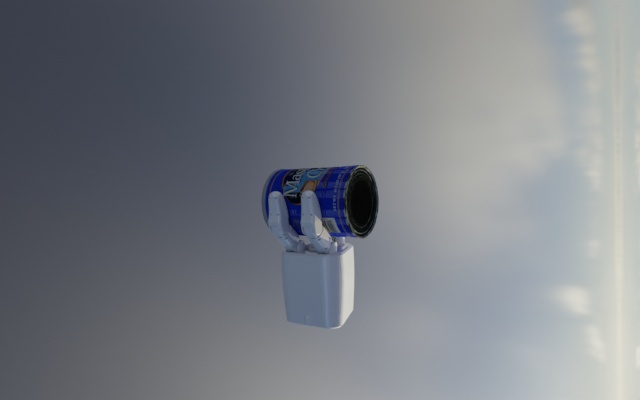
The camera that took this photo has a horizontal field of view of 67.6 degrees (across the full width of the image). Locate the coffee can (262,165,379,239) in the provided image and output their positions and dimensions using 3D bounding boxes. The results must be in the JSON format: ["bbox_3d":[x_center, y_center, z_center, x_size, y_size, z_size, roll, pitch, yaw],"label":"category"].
[{"bbox_3d":[0.000,0.002,0.699,0.140,0.103,0.103,0,0,32],"label":"coffee can"}]
